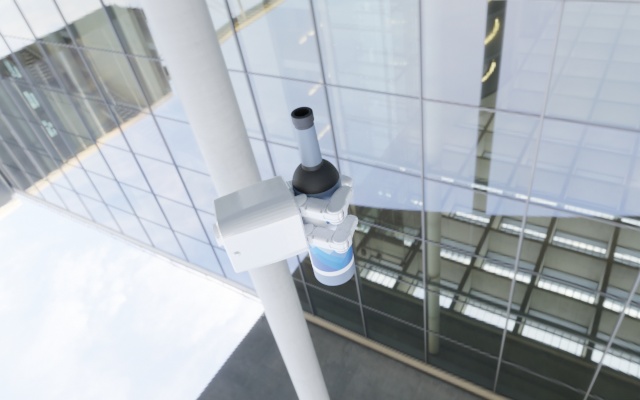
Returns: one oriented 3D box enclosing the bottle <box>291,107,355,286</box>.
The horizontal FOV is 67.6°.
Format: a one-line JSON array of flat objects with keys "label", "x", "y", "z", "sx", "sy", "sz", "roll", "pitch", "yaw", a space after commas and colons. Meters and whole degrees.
[{"label": "bottle", "x": 0.000, "y": 0.002, "z": 0.672, "sx": 0.069, "sy": 0.296, "sz": 0.069, "roll": -7, "pitch": 41, "yaw": 6}]
